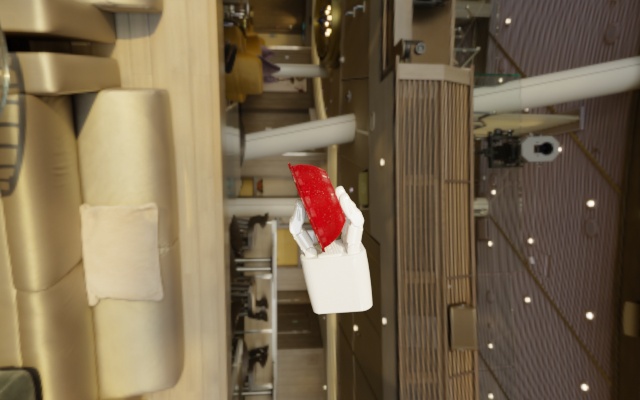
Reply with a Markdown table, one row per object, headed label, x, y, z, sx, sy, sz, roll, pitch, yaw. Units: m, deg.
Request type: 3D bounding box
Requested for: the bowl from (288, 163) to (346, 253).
| label | x | y | z | sx | sy | sz | roll | pitch | yaw |
| --- | --- | --- | --- | --- | --- | --- | --- | --- | --- |
| bowl | 0.000 | 0.001 | 0.794 | 0.055 | 0.162 | 0.162 | -22 | 0 | 0 |
